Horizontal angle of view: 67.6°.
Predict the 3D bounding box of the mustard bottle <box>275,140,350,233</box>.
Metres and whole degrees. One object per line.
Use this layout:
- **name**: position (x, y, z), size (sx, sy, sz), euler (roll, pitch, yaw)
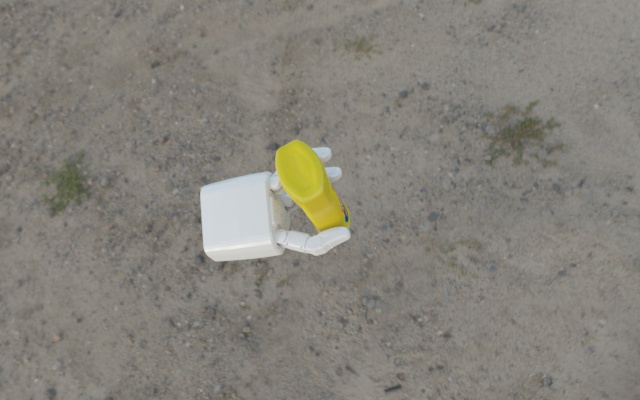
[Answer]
- **mustard bottle**: position (0.000, 0.002, 0.671), size (0.058, 0.096, 0.192), euler (-30, -32, 2)
